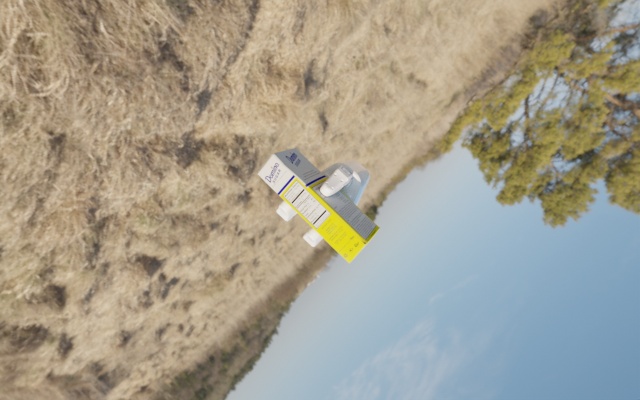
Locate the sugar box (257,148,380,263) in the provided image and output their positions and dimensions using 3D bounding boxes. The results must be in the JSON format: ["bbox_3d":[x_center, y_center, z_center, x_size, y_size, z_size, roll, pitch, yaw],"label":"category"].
[{"bbox_3d":[0.000,0.003,0.676,0.176,0.048,0.093,42,19,6],"label":"sugar box"}]
